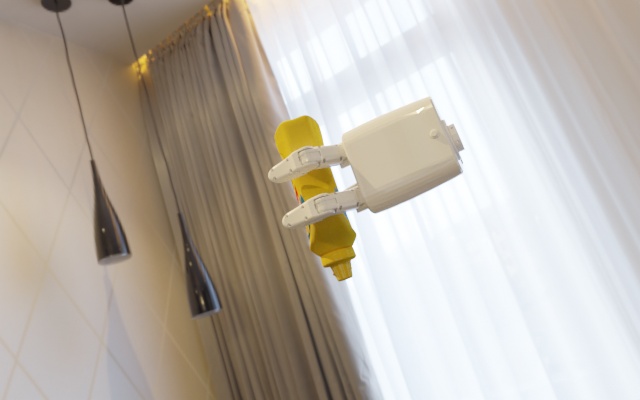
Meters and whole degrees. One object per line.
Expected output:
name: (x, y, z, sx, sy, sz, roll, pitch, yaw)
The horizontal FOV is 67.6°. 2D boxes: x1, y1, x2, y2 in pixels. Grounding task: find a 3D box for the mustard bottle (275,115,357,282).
mustard bottle: (0.000, 0.002, 0.568, 0.058, 0.191, 0.096, -18, -14, -4)
